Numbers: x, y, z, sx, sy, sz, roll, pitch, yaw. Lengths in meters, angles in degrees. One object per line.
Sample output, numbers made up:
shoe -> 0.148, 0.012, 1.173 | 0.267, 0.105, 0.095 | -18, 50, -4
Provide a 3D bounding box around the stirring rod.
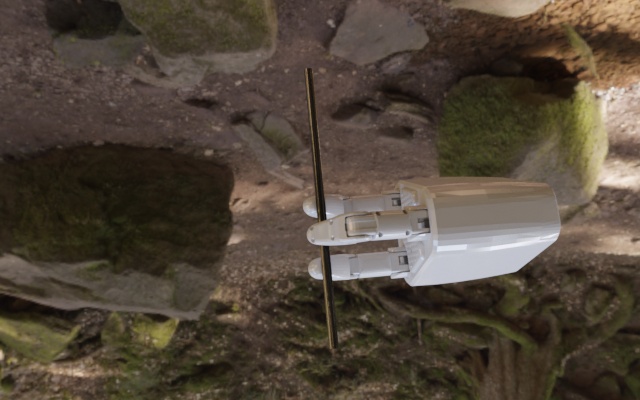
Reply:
stirring rod -> 0.000, 0.001, 0.406 | 0.011, 0.239, 0.011 | -5, -10, -1
